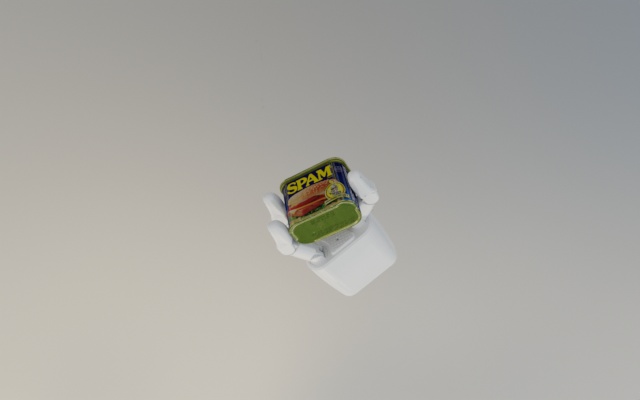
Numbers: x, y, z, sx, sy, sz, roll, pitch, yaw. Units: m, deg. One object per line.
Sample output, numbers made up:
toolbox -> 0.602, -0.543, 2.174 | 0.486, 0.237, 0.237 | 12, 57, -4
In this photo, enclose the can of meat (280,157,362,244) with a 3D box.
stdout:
can of meat -> 0.000, 0.002, 0.647 | 0.102, 0.083, 0.057 | -25, -43, 13
